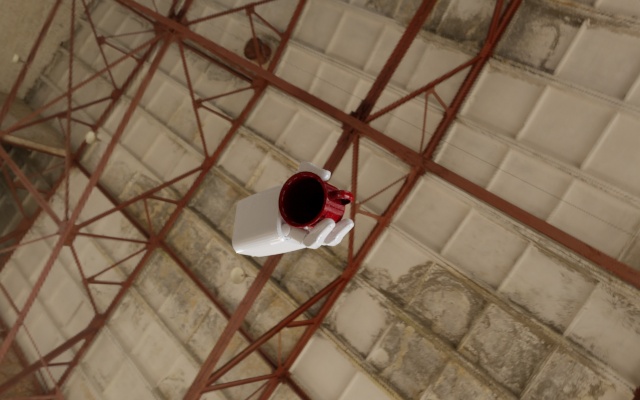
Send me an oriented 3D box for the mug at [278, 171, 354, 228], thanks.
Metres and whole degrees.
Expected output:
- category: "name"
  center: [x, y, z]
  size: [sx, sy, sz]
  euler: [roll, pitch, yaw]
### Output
- category: "mug"
  center: [0.001, 0.002, 0.797]
  size: [0.117, 0.093, 0.081]
  euler: [-15, -18, 27]
